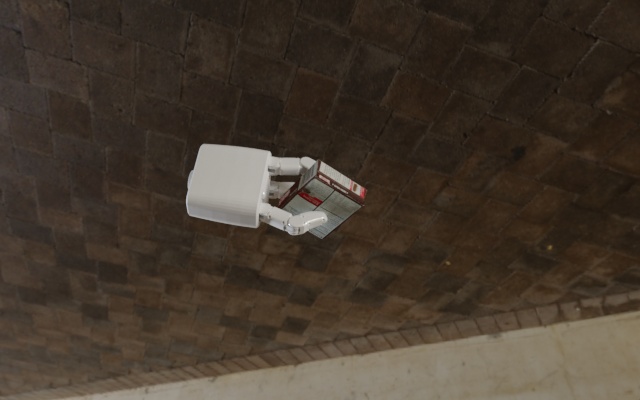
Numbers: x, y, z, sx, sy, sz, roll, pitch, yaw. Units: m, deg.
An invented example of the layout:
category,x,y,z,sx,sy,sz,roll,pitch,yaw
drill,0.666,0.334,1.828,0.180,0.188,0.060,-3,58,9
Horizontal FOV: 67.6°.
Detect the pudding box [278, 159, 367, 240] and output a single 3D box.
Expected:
category,x,y,z,sx,sy,sz,roll,pitch,yaw
pudding box,0.000,0.002,0.715,0.090,0.039,0.113,30,-44,-19
